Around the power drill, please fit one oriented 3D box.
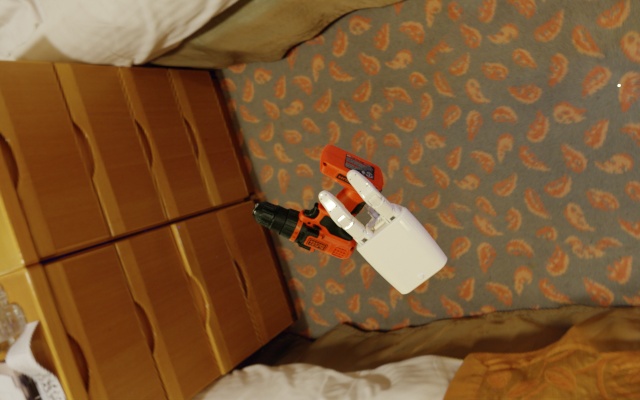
[{"bbox_3d":[0.001,0.002,0.765,0.184,0.188,0.057,22,40,-12],"label":"power drill"}]
